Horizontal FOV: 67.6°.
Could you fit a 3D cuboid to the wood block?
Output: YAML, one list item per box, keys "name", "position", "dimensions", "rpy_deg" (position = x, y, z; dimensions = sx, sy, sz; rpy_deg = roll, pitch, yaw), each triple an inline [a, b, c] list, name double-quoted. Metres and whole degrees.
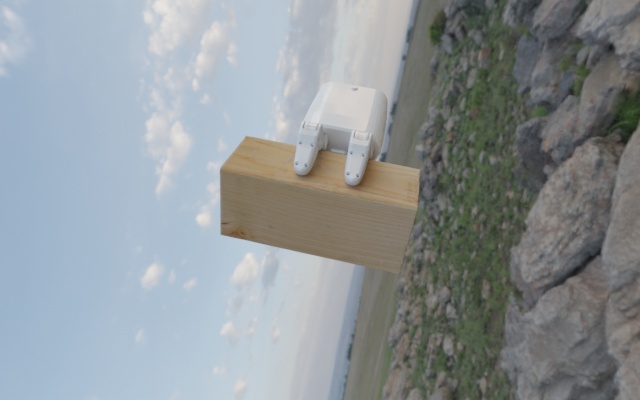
- name: "wood block"
  position: [0.000, 0.002, 0.542]
  dimensions: [0.206, 0.091, 0.090]
  rpy_deg: [12, 34, 6]
